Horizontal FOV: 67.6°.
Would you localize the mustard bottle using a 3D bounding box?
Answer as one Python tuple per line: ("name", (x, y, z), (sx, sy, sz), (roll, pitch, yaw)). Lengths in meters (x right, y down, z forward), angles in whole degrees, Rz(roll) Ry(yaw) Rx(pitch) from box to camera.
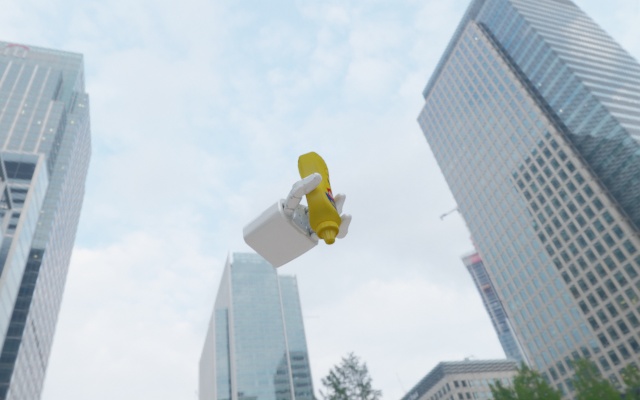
("mustard bottle", (0.000, 0.003, 0.898), (0.058, 0.191, 0.096), (-17, -41, 5))
